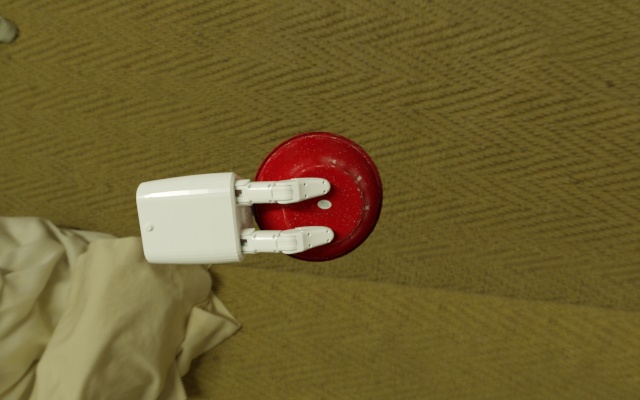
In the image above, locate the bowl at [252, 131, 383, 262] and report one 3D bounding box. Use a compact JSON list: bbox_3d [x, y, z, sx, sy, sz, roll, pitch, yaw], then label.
[{"bbox_3d":[0.001,0.001,0.556,0.162,0.162,0.055,0,10,-7],"label":"bowl"}]
